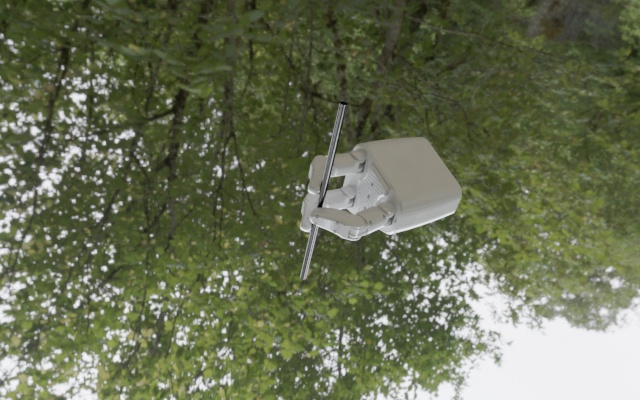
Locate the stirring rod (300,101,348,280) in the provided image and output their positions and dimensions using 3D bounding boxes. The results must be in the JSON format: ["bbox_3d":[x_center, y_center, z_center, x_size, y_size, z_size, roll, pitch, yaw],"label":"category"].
[{"bbox_3d":[0.000,0.002,0.527,0.011,0.240,0.011,8,37,-6],"label":"stirring rod"}]
